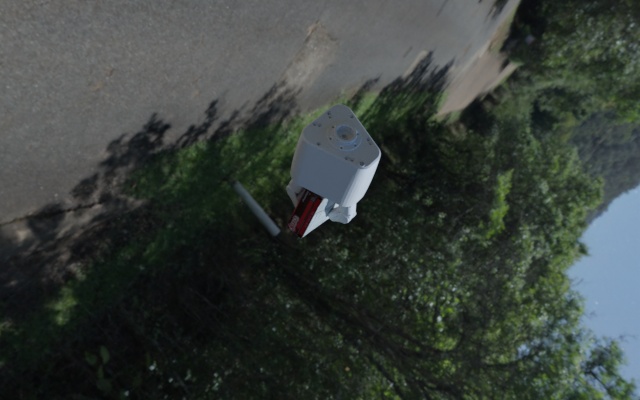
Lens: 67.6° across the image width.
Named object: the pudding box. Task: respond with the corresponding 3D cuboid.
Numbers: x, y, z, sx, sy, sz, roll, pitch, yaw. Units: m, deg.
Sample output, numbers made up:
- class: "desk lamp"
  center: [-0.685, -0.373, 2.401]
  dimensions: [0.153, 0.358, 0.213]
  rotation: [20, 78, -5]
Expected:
- class: "pudding box"
  center: [0.000, 0.003, 0.790]
  dimensions: [0.039, 0.090, 0.113]
  rotation: [40, 34, 14]
